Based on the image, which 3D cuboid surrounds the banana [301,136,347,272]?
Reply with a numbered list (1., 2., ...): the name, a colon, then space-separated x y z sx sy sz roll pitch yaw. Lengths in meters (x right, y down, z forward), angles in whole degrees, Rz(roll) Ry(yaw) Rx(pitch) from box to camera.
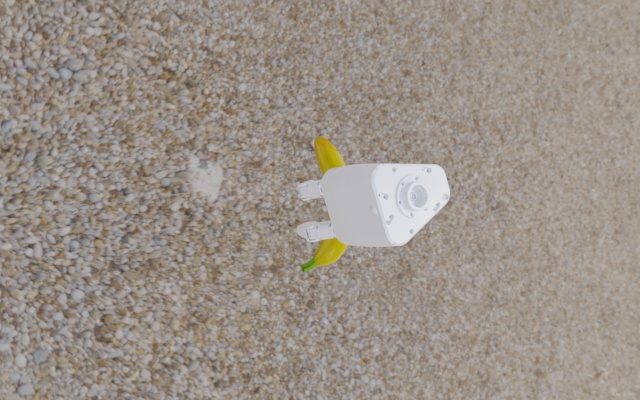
1. banana: 0.017 0.008 0.691 0.069 0.198 0.037 7 -3 -22
